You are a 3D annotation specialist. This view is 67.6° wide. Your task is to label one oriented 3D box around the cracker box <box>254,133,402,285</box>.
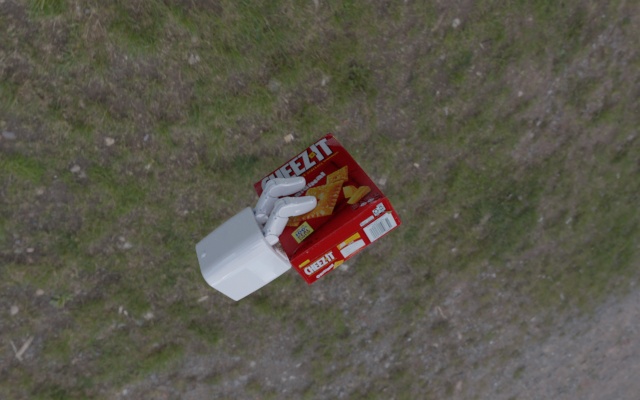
[{"bbox_3d":[0.000,0.003,0.748,0.164,0.072,0.213,-34,40,1],"label":"cracker box"}]
